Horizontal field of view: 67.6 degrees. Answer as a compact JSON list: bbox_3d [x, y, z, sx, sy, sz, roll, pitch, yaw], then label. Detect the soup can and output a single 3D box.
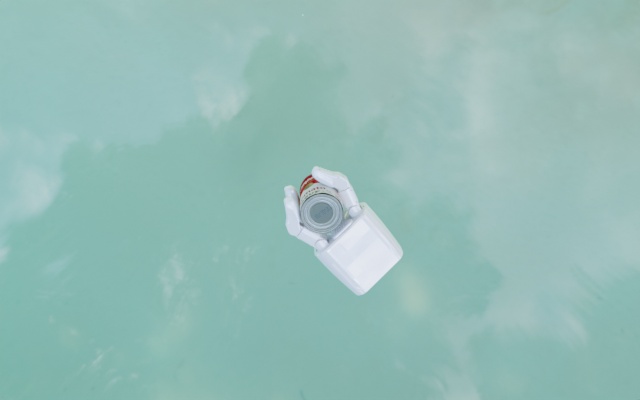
[{"bbox_3d":[0.000,0.002,0.763,0.068,0.068,0.102,0,21,-2],"label":"soup can"}]
